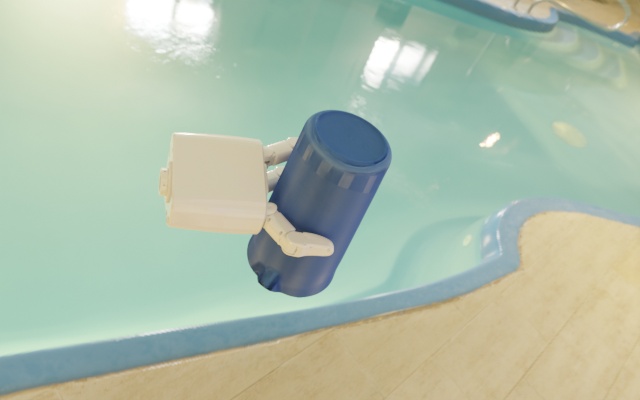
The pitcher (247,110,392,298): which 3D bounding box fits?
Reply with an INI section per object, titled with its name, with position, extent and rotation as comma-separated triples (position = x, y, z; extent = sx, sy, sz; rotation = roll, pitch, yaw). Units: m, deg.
[pitcher]
position = 0.000, 0.002, 0.624
extent = 0.145, 0.149, 0.243
rotation = 4, -43, -23
